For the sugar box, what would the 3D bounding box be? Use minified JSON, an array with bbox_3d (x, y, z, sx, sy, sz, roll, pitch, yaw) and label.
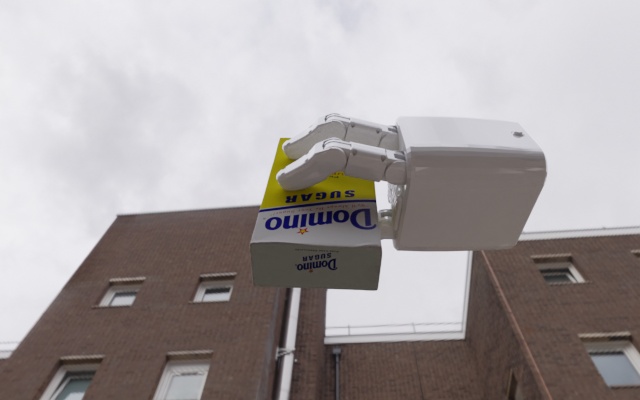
[{"bbox_3d":[0.000,0.001,0.404,0.093,0.048,0.176,1,29,1],"label":"sugar box"}]
